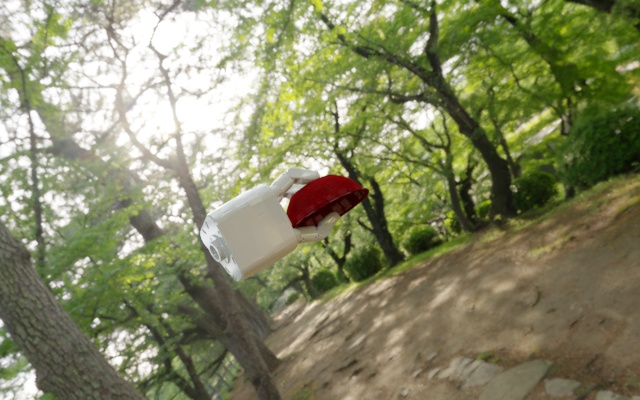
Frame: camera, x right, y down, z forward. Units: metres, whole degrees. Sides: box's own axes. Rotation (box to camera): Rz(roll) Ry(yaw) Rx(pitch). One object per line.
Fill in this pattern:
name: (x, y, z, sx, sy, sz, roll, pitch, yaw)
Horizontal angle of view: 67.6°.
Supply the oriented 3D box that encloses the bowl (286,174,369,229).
bowl: (0.001, 0.002, 0.810, 0.162, 0.055, 0.162, -28, -13, -7)
